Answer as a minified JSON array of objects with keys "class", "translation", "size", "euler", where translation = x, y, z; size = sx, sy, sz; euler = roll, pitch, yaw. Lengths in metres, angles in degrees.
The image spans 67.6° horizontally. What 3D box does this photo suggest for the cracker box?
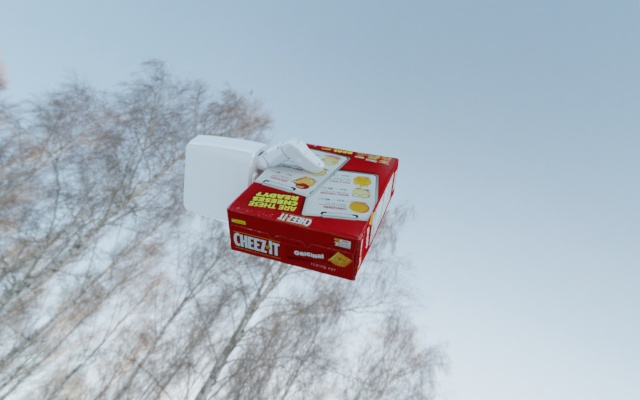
[{"class":"cracker box","translation":[0.000,0.002,0.635],"size":[0.164,0.072,0.213],"euler":[12,33,16]}]
